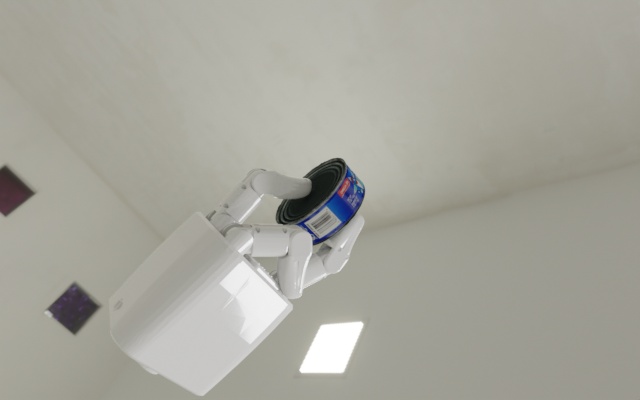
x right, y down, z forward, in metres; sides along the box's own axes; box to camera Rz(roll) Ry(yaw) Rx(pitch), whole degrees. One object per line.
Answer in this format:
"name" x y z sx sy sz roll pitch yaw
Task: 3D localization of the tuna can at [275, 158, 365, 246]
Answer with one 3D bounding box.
"tuna can" 0.000 0.002 0.452 0.034 0.086 0.086 46 -22 -22
